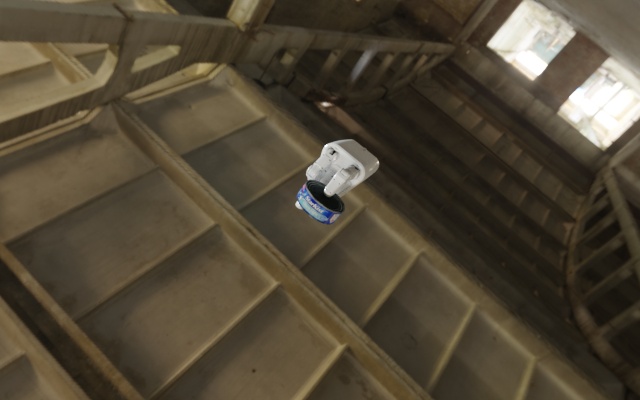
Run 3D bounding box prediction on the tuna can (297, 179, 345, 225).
[{"bbox_3d":[0.000,0.003,0.860,0.086,0.034,0.086,32,24,-16],"label":"tuna can"}]
